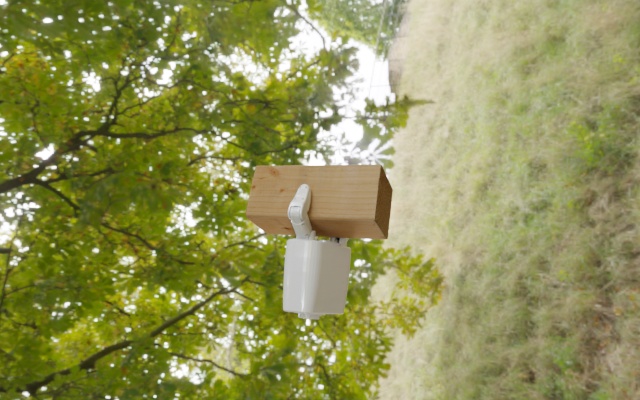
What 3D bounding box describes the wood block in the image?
[{"bbox_3d":[0.000,0.003,0.749,0.206,0.090,0.091,1,-22,21],"label":"wood block"}]
